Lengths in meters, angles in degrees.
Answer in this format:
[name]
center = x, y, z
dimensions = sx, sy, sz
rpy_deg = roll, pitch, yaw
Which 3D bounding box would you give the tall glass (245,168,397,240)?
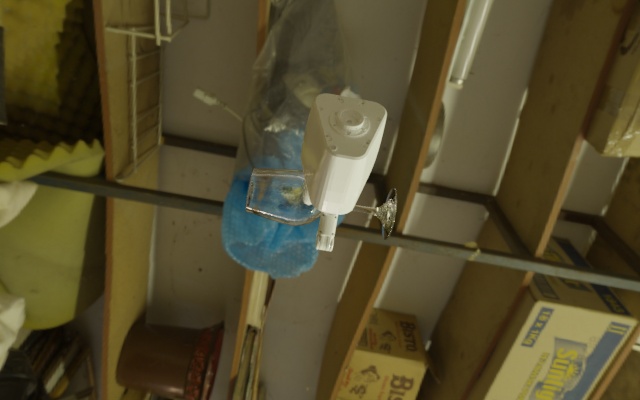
[tall glass]
center = 0.001, 0.002, 0.668
dimensions = 0.201, 0.079, 0.079
rpy_deg = 10, -1, -3
